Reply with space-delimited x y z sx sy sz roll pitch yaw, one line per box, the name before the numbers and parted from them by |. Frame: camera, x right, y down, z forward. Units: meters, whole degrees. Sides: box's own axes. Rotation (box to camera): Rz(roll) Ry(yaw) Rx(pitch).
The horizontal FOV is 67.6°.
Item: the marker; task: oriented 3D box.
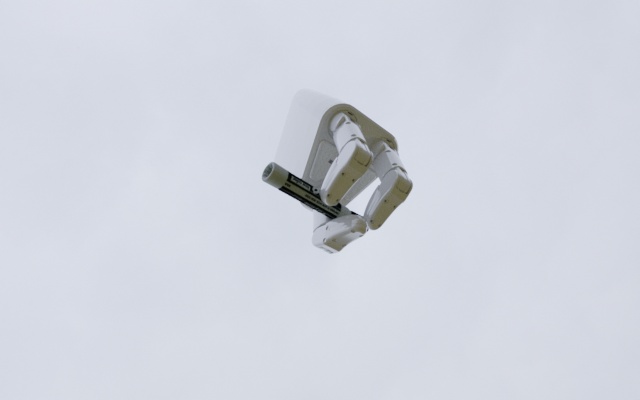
marker | 0.000 0.001 0.434 0.121 0.020 0.020 30 -17 -31
